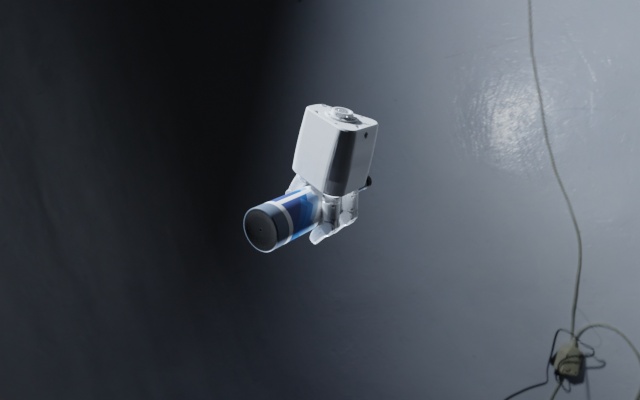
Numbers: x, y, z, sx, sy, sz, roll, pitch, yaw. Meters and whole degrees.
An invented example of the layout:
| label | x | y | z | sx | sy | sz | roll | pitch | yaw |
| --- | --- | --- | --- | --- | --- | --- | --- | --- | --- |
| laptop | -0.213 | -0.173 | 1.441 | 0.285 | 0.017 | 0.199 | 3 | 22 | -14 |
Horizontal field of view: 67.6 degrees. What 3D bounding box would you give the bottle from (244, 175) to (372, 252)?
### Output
| label | x | y | z | sx | sy | sz | roll | pitch | yaw |
| --- | --- | --- | --- | --- | --- | --- | --- | --- | --- |
| bottle | 0.000 | 0.003 | 0.788 | 0.069 | 0.069 | 0.295 | 0 | 16 | 37 |
